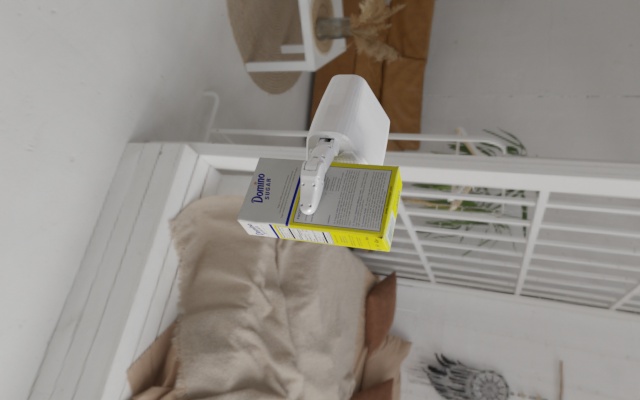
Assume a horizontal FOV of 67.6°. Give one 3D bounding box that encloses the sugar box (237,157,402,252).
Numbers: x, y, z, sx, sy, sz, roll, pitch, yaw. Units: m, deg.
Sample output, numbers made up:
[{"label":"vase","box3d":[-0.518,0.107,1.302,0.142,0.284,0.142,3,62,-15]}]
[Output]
[{"label":"sugar box","box3d":[0.000,0.002,0.561,0.176,0.093,0.048,5,-29,21]}]
